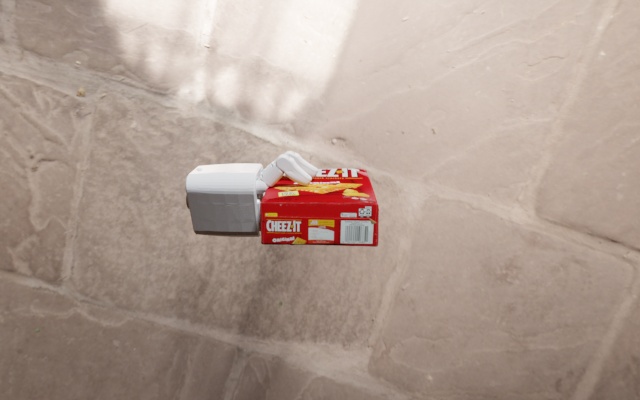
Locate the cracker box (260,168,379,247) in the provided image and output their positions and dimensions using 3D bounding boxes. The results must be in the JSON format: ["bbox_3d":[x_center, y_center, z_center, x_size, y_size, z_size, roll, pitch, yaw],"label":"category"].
[{"bbox_3d":[0.000,0.003,0.748,0.164,0.072,0.213,1,17,1],"label":"cracker box"}]
